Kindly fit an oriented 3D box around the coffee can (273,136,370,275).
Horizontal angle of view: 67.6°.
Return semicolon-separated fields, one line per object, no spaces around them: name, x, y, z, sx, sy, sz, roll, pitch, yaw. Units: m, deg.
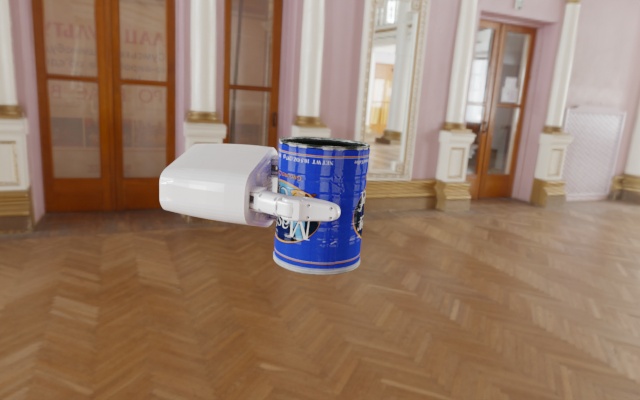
coffee can;0.000;0.002;0.549;0.103;0.140;0.102;4;12;-1
